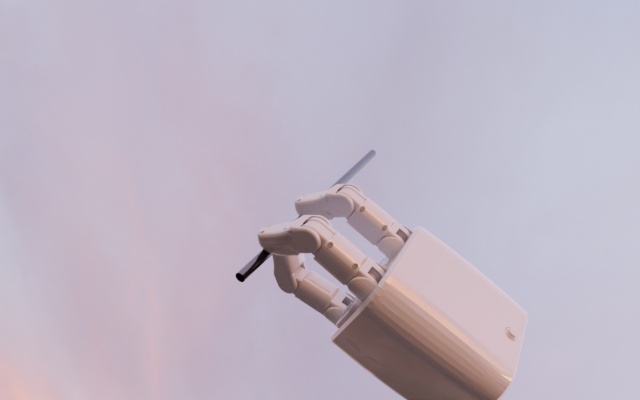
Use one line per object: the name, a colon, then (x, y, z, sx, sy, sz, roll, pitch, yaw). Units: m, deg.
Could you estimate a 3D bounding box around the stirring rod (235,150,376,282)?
stirring rod: (0.000, 0.002, 0.428, 0.011, 0.011, 0.239, 0, 26, 32)
